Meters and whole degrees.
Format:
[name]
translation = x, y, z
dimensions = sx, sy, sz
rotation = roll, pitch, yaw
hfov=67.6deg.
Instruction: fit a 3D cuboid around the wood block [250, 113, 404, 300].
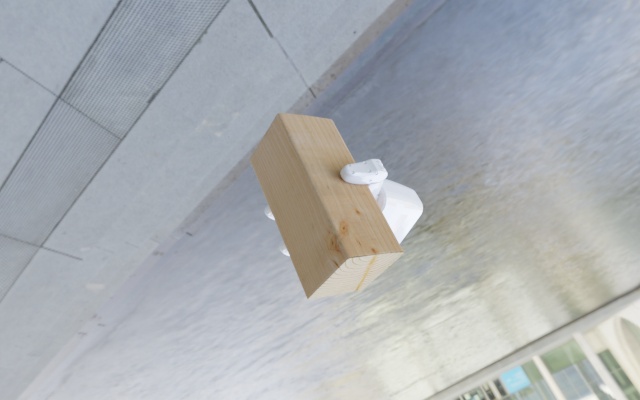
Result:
[wood block]
translation = 0.001, 0.002, 0.579
dimensions = 0.090, 0.206, 0.091
rotation = -1, -37, -39
